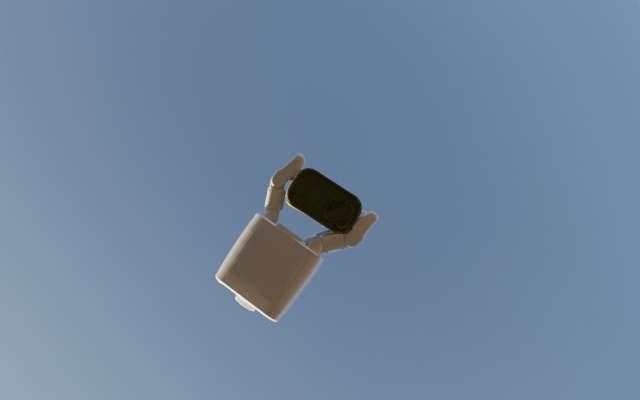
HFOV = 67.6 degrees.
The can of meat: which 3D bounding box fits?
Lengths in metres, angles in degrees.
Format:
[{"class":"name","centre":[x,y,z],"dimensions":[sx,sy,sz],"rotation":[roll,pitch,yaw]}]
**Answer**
[{"class":"can of meat","centre":[0.000,0.002,0.679],"dimensions":[0.102,0.057,0.084],"rotation":[32,-6,-6]}]
